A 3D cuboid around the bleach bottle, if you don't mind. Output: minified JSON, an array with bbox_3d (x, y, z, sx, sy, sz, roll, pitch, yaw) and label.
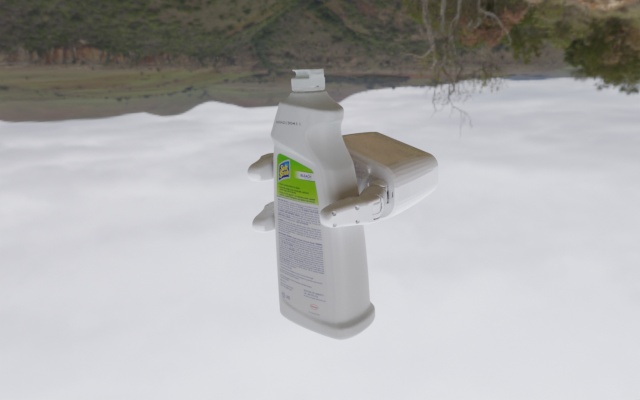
[{"bbox_3d":[0.000,0.002,0.465,0.102,0.251,0.068,11,20,38],"label":"bleach bottle"}]
